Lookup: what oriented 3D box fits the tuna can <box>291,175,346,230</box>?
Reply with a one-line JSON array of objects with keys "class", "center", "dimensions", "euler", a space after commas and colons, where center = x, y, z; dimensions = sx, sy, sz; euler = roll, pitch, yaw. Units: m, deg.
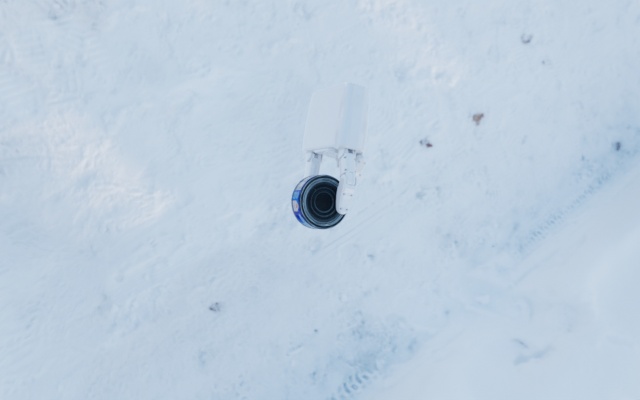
[{"class": "tuna can", "center": [0.000, 0.002, 0.740], "dimensions": [0.086, 0.086, 0.034], "euler": [0, 0, -25]}]
